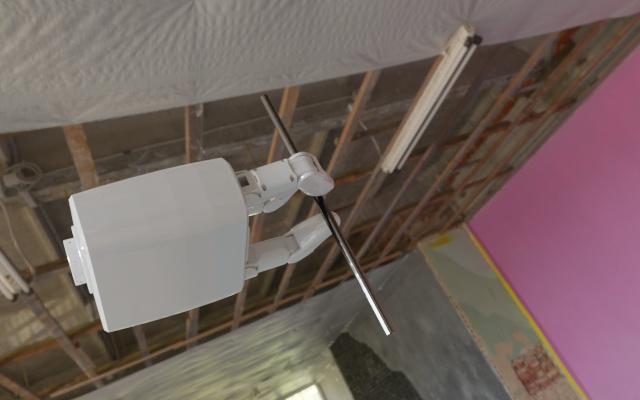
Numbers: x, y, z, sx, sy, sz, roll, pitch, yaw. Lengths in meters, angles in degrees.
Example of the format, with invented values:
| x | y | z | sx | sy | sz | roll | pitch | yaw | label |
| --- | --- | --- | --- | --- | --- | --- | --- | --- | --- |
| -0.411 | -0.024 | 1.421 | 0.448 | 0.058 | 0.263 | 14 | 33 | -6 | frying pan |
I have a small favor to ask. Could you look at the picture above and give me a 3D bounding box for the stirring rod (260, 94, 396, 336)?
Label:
| x | y | z | sx | sy | sz | roll | pitch | yaw | label |
| --- | --- | --- | --- | --- | --- | --- | --- | --- | --- |
| 0.000 | 0.001 | 0.402 | 0.011 | 0.239 | 0.011 | -24 | -23 | -11 | stirring rod |
